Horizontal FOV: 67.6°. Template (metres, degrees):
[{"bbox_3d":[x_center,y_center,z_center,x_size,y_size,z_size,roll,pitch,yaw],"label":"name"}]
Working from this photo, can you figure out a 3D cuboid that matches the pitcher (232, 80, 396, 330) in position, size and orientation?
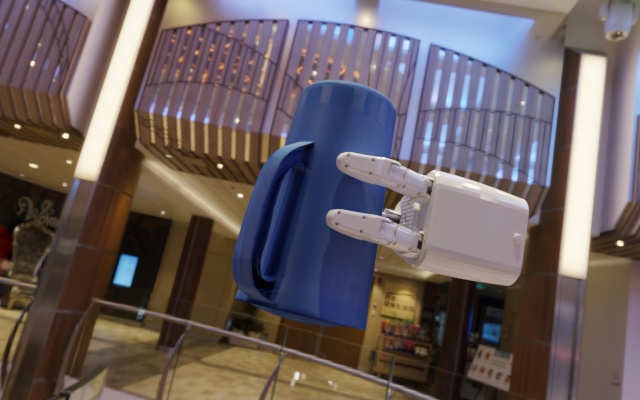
[{"bbox_3d":[0.000,0.002,0.490,0.145,0.242,0.149,15,-12,-9],"label":"pitcher"}]
